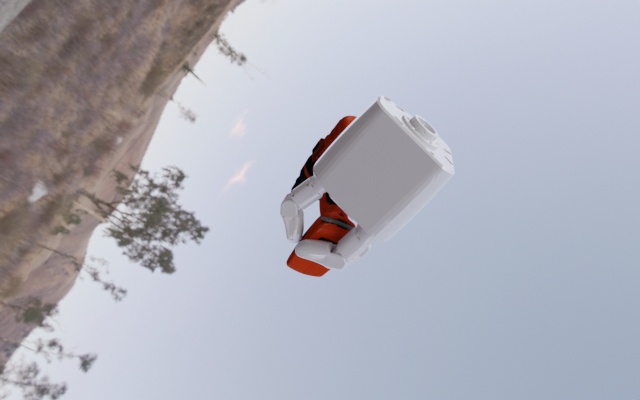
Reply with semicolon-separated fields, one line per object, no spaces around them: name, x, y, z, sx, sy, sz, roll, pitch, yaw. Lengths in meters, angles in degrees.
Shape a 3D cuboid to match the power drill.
power drill;0.000;0.002;0.634;0.057;0.187;0.184;19;-41;-17
